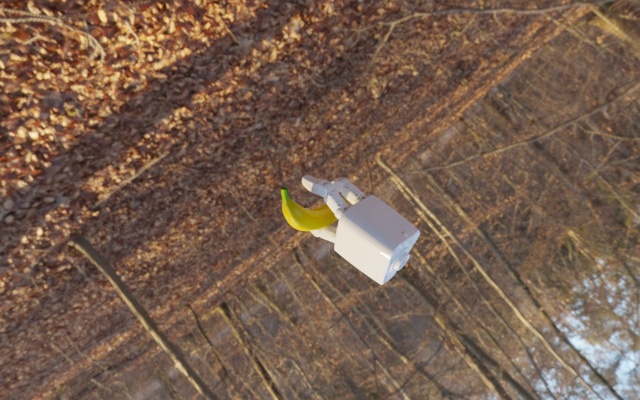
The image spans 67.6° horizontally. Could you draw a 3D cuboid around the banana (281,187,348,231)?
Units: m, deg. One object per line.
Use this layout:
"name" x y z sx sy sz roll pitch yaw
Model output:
"banana" -0.008 0.020 0.832 0.037 0.069 0.198 24 9 31
